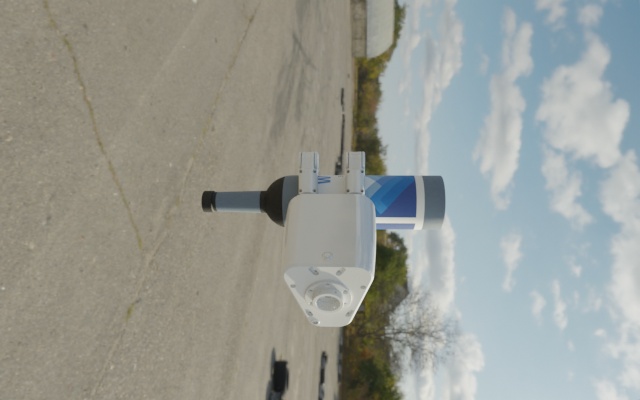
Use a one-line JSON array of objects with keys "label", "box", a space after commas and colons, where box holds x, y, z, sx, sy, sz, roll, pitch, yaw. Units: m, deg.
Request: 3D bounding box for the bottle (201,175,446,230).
[{"label": "bottle", "box": [0.000, 0.002, 0.594, 0.296, 0.069, 0.069, 0, 0, 4]}]
